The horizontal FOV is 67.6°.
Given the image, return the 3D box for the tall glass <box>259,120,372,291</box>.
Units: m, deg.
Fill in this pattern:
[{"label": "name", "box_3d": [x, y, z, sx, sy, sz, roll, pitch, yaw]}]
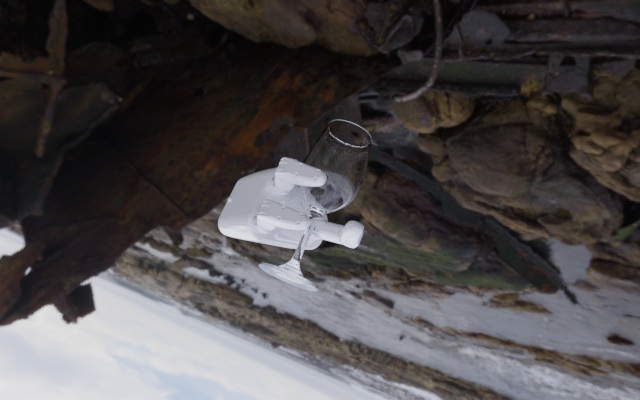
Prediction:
[{"label": "tall glass", "box_3d": [0.000, 0.003, 0.577, 0.079, 0.201, 0.079, 21, -18, 7]}]
